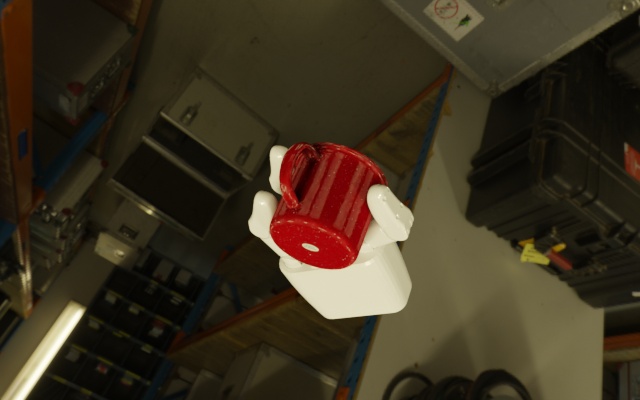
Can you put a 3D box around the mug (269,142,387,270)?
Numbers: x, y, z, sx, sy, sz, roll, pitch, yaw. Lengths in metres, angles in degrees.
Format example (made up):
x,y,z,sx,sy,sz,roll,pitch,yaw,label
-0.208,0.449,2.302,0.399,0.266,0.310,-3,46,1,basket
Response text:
x,y,z,sx,sy,sz,roll,pitch,yaw,label
-0.001,0.001,0.421,0.093,0.081,0.117,0,-38,32,mug
